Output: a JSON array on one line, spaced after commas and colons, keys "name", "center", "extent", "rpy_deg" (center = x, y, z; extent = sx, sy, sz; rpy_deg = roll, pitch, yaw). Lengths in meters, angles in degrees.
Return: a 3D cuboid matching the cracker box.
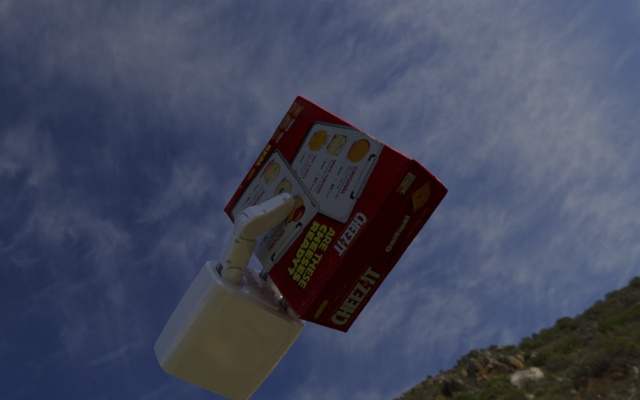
[{"name": "cracker box", "center": [0.000, 0.001, 0.490], "extent": [0.072, 0.164, 0.213], "rpy_deg": [29, 8, -38]}]
